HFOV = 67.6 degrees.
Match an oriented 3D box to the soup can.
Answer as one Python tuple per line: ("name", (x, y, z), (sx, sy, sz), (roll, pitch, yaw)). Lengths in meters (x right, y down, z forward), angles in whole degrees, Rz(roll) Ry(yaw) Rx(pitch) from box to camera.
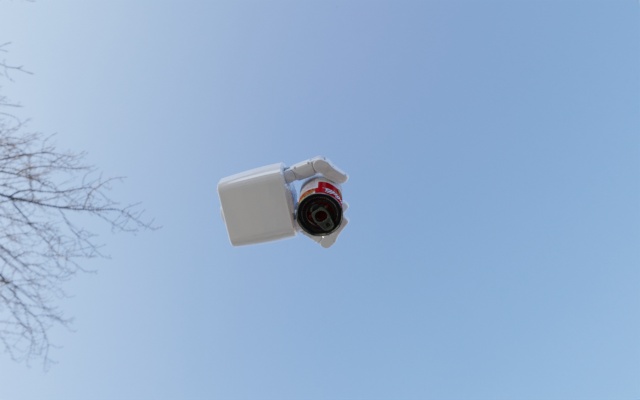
("soup can", (0.001, 0.002, 0.726), (0.068, 0.068, 0.102), (0, 22, 2))
